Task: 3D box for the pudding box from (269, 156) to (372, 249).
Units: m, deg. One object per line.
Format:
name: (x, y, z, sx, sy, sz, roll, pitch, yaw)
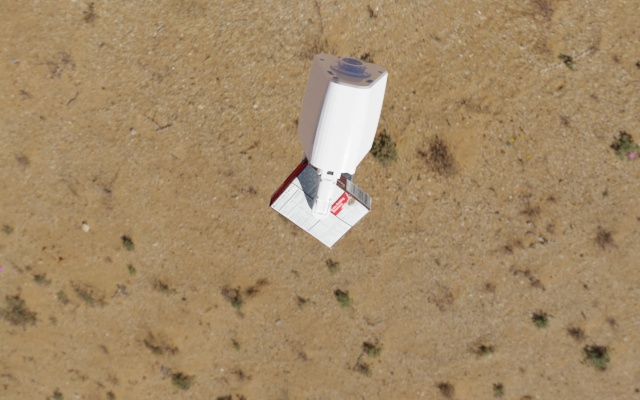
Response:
pudding box: (0.000, 0.002, 0.656, 0.113, 0.090, 0.039, 37, 28, -15)
